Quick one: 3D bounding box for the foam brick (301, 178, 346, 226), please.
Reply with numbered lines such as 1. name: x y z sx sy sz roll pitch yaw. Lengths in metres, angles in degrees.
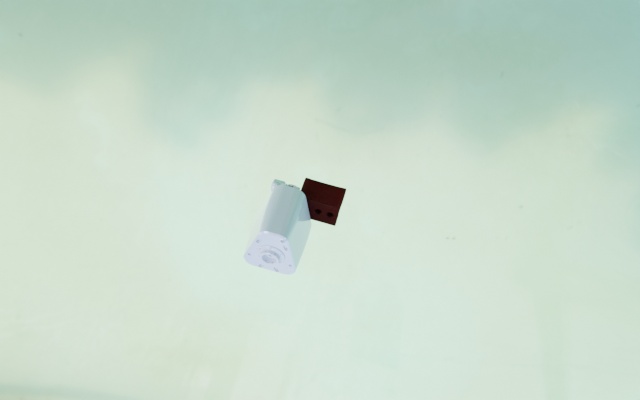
1. foam brick: 0.000 0.003 0.857 0.078 0.051 0.053 15 -43 2
